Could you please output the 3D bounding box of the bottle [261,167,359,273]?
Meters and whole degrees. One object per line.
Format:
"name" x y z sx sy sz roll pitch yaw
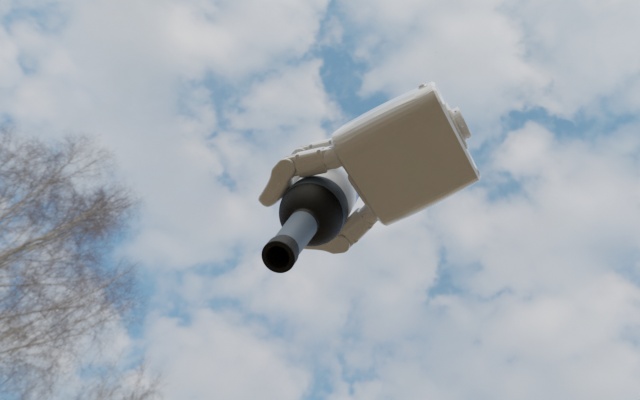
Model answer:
"bottle" 0.000 0.002 0.505 0.069 0.069 0.295 0 17 14
